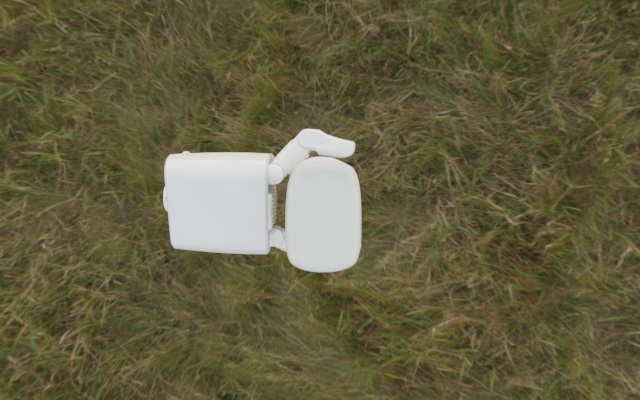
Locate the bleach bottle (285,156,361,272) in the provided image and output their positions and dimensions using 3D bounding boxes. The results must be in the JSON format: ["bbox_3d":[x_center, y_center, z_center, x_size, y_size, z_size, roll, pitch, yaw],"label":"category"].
[{"bbox_3d":[0.000,0.002,0.538,0.068,0.102,0.251,1,5,-1],"label":"bleach bottle"}]
